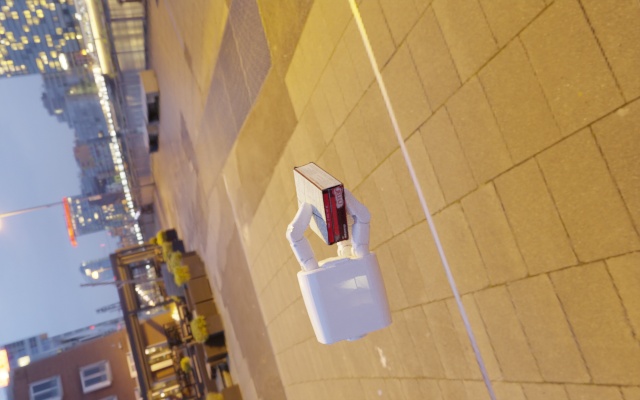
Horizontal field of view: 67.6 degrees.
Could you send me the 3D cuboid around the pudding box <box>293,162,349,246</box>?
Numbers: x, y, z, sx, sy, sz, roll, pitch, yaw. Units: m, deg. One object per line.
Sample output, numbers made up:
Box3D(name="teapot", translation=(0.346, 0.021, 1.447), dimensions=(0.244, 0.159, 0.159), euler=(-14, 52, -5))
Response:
Box3D(name="pudding box", translation=(0.000, 0.002, 0.707), dimensions=(0.039, 0.090, 0.113), euler=(-17, 27, -21))
